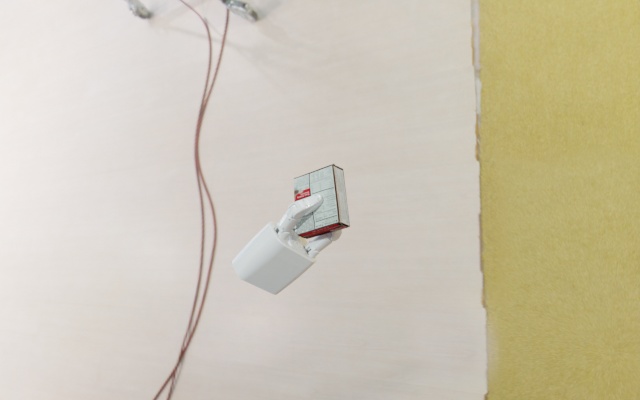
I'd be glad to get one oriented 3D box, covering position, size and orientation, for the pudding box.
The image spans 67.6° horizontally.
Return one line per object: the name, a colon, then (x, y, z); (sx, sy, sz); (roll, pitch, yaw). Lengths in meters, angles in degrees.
pudding box: (0.000, 0.003, 0.836); (0.090, 0.113, 0.039); (-17, -22, 28)
